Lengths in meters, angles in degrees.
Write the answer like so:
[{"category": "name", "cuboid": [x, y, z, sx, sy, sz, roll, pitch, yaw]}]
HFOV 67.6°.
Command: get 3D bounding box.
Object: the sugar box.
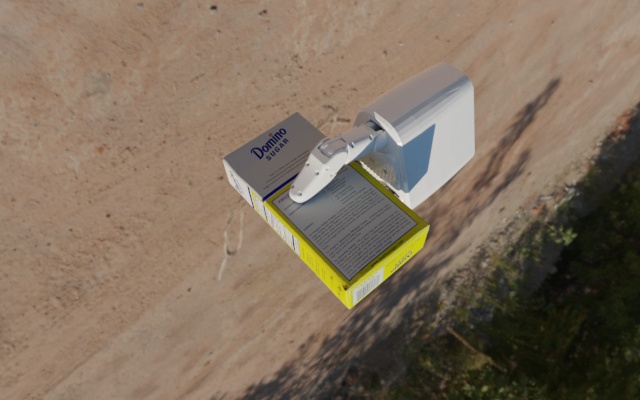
[{"category": "sugar box", "cuboid": [0.000, 0.002, 0.433, 0.093, 0.176, 0.048, -35, -30, -20]}]
